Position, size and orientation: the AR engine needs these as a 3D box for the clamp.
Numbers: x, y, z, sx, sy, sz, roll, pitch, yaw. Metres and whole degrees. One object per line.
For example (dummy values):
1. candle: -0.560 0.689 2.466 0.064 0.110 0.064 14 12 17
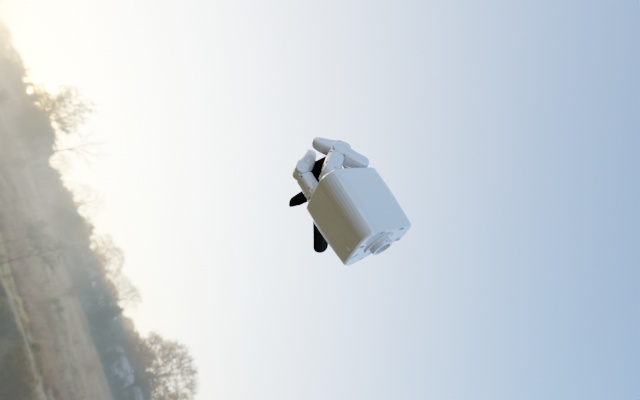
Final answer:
1. clamp: 0.001 0.002 0.770 0.039 0.120 0.172 -17 -27 -31
